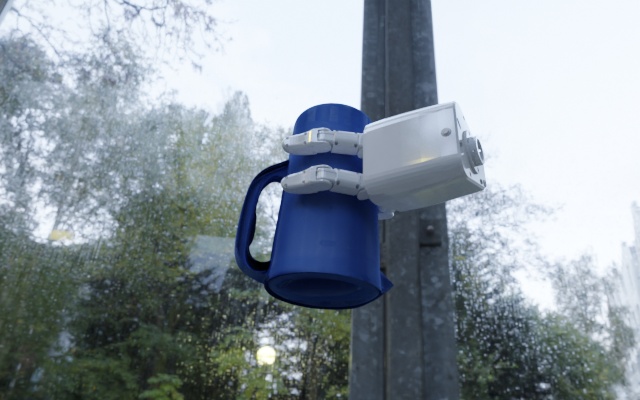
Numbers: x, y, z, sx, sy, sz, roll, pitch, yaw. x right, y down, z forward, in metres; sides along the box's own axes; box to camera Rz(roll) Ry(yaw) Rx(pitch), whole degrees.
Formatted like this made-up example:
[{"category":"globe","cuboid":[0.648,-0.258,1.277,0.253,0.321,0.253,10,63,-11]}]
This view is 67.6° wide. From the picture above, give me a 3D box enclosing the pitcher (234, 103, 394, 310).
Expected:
[{"category":"pitcher","cuboid":[0.000,0.002,0.587,0.145,0.242,0.149,-14,-33,29]}]
